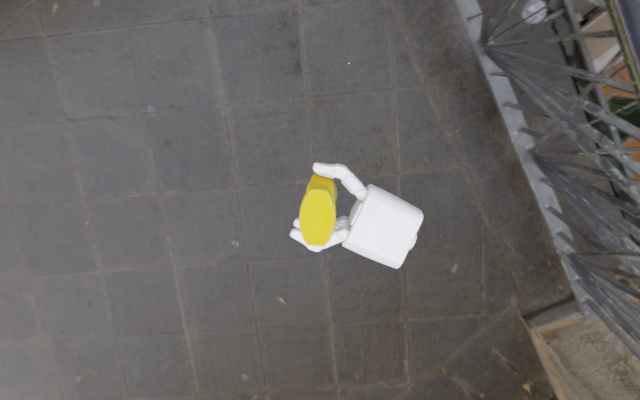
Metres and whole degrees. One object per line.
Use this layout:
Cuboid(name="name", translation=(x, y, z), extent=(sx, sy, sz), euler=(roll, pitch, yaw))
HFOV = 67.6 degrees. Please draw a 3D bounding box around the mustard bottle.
Cuboid(name="mustard bottle", translation=(0.000, 0.003, 0.831), extent=(0.058, 0.096, 0.191), euler=(2, 16, 3))
